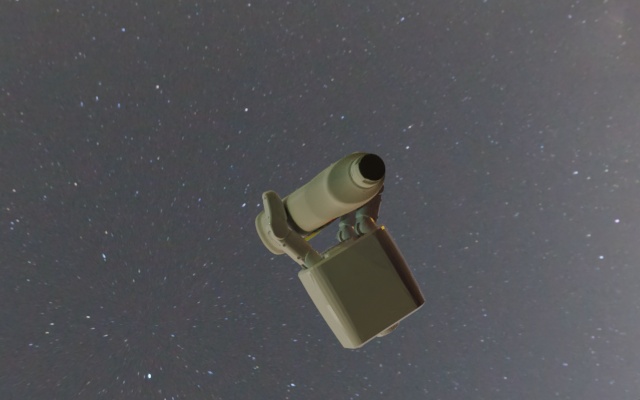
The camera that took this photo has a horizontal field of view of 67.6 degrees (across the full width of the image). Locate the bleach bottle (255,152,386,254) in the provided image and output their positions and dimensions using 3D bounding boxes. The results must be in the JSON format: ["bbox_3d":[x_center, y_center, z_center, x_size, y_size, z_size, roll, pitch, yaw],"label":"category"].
[{"bbox_3d":[0.000,0.002,0.563,0.102,0.068,0.251,-30,-2,-24],"label":"bleach bottle"}]
